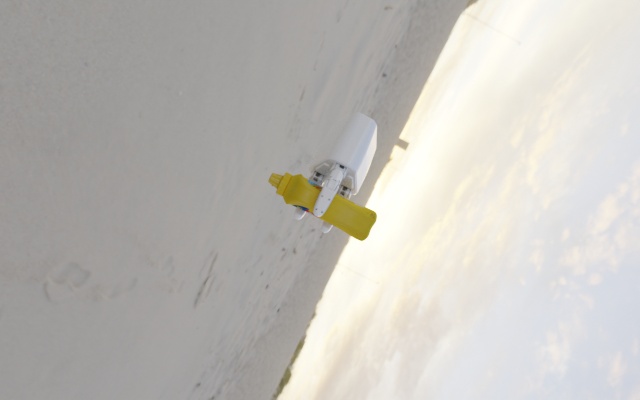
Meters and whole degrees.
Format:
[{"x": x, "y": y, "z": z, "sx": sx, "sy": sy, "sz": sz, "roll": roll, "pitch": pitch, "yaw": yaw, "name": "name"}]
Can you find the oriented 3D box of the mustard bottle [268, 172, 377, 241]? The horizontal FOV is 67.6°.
[{"x": 0.000, "y": 0.003, "z": 0.817, "sx": 0.191, "sy": 0.058, "sz": 0.096, "roll": 27, "pitch": 3, "yaw": -1, "name": "mustard bottle"}]
